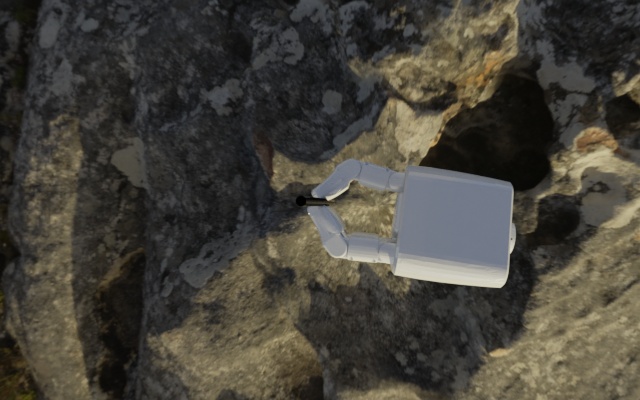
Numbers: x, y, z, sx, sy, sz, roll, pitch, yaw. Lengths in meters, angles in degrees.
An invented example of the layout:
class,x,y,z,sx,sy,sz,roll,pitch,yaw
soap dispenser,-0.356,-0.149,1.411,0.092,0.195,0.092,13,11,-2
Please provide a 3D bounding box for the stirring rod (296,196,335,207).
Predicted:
class,x,y,z,sx,sy,sz,roll,pitch,yaw
stirring rod,0.000,0.001,0.465,0.011,0.011,0.239,0,-1,7
